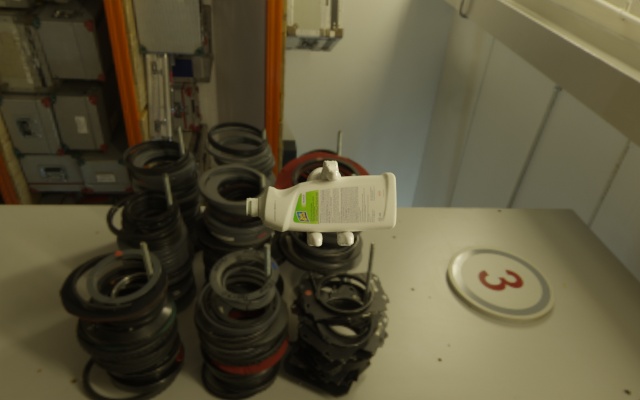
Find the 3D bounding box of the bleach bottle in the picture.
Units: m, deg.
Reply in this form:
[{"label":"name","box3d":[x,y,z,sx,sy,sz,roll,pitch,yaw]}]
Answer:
[{"label":"bleach bottle","box3d":[0.000,0.003,0.818,0.251,0.102,0.068,0,-3,-8]}]
